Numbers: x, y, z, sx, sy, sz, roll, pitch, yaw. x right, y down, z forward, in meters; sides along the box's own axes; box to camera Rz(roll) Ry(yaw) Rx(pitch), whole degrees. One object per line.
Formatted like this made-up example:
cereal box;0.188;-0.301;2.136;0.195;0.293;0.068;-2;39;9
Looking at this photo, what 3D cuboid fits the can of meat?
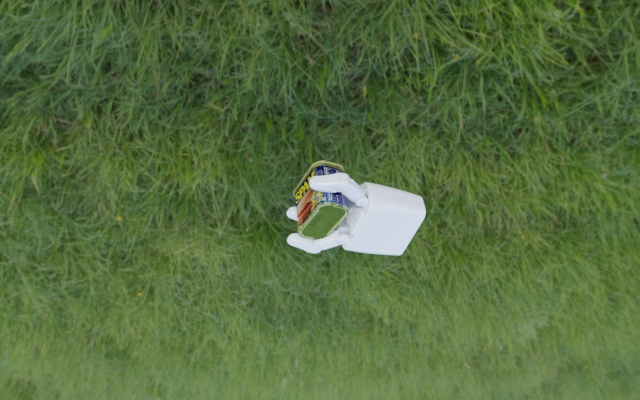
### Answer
can of meat;0.000;0.003;0.755;0.057;0.084;0.102;13;-40;-25
